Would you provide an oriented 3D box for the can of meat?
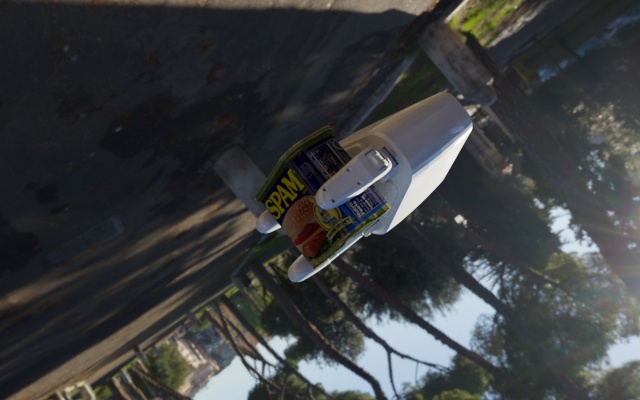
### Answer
[{"bbox_3d":[0.000,0.002,0.406,0.057,0.084,0.102,-35,-7,-35],"label":"can of meat"}]
